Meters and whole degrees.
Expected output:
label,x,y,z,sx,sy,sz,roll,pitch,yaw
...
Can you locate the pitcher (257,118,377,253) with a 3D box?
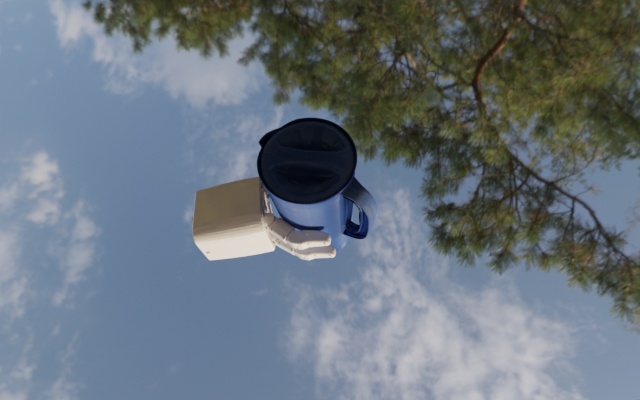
label,x,y,z,sx,sy,sz,roll,pitch,yaw
pitcher,0.000,0.002,0.723,0.145,0.149,0.243,-11,-27,1
